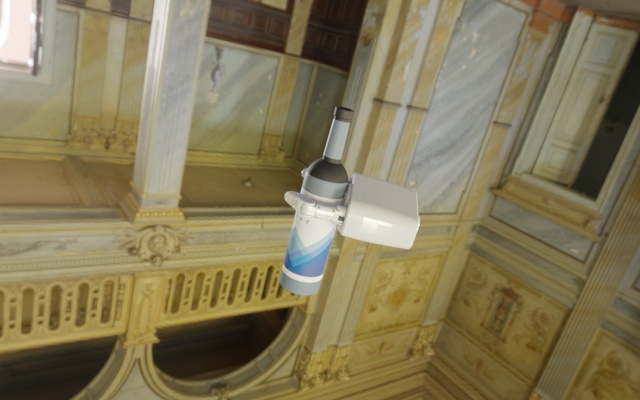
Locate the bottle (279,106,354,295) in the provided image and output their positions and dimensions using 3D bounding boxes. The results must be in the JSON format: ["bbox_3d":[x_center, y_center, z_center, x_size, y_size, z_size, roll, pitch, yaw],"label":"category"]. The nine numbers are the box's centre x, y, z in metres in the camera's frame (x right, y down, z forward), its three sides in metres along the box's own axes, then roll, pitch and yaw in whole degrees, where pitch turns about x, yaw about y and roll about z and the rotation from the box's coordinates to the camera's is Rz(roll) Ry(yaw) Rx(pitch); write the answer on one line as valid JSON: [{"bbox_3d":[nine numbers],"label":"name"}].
[{"bbox_3d":[0.000,0.003,0.736,0.069,0.296,0.069,13,18,-4],"label":"bottle"}]
